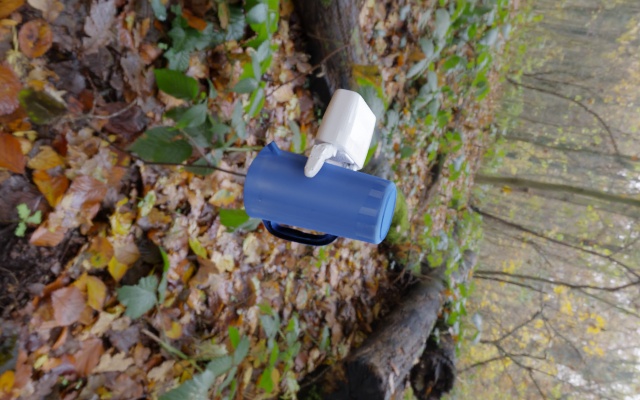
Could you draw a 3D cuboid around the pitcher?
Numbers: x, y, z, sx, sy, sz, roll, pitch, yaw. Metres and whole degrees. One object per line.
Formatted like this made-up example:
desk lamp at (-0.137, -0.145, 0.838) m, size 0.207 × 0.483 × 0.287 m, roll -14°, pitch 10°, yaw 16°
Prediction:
pitcher at (0.000, 0.003, 0.826) m, size 0.243 × 0.145 × 0.149 m, roll 15°, pitch -14°, yaw 17°
